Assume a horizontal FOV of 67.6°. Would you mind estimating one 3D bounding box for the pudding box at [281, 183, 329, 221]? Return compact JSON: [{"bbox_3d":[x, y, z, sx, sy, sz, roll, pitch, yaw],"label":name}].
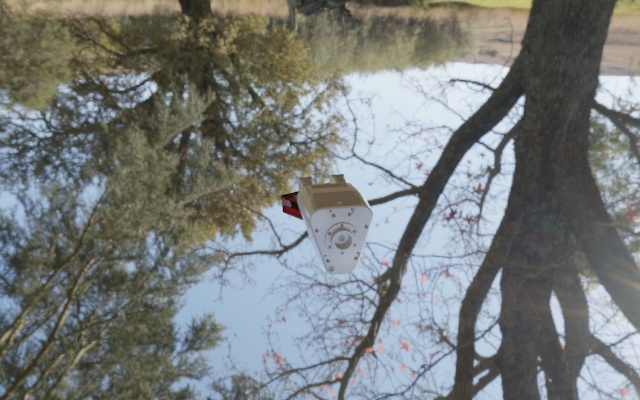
[{"bbox_3d":[0.000,0.003,0.849,0.113,0.039,0.090,-14,21,-35],"label":"pudding box"}]
